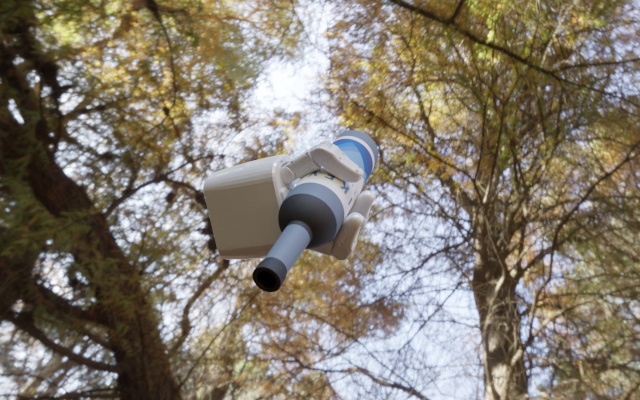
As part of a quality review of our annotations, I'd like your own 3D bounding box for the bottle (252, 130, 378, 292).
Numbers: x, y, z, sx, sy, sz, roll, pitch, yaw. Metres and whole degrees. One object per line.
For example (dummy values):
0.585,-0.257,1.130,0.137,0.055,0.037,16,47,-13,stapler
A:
0.000,0.002,0.536,0.069,0.069,0.295,0,27,21,bottle
